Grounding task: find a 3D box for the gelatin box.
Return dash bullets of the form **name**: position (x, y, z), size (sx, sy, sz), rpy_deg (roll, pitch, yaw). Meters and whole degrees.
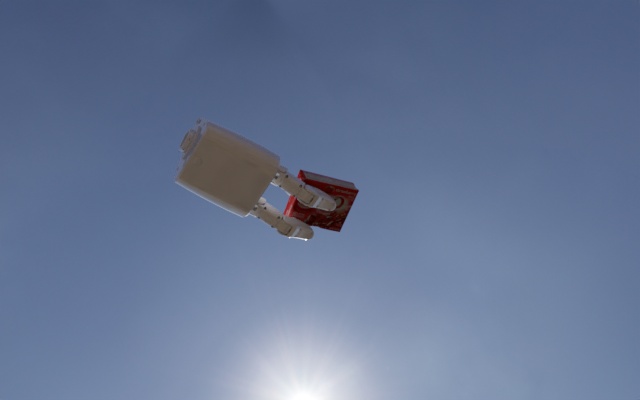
- **gelatin box**: position (0.000, 0.002, 0.687), size (0.089, 0.073, 0.030), rpy_deg (12, 25, -24)
